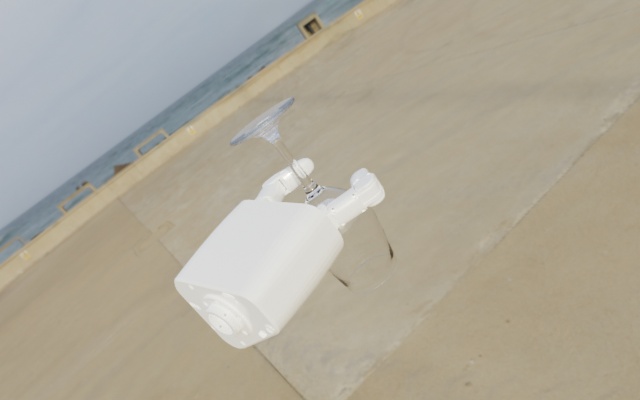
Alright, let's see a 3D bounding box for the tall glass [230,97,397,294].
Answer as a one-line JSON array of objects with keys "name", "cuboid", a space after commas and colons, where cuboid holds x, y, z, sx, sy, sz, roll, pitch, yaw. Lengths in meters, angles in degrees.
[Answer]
[{"name": "tall glass", "cuboid": [0.000, 0.001, 0.478, 0.079, 0.201, 0.079, -32, 20, 13]}]
